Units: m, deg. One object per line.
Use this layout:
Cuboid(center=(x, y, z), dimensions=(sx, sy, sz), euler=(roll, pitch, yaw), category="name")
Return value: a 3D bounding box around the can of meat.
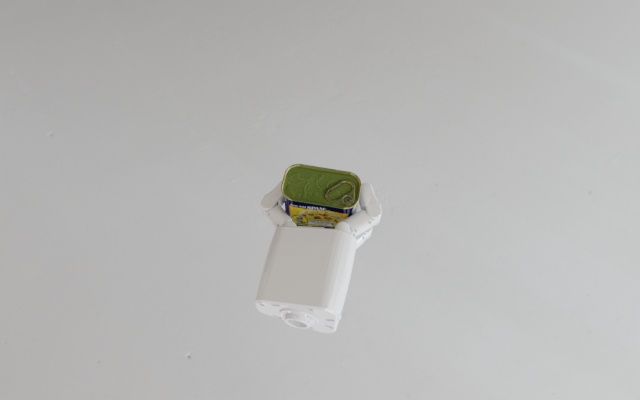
Cuboid(center=(0.000, 0.002, 0.650), dimensions=(0.102, 0.057, 0.084), euler=(9, -32, 4), category="can of meat")
